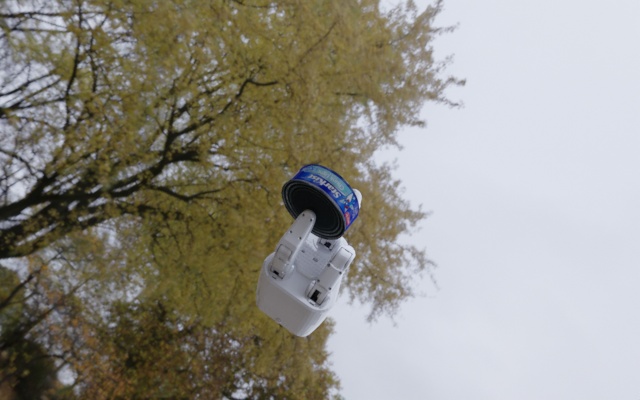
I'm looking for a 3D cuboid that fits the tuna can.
[{"bbox_3d":[0.000,0.001,0.534,0.086,0.086,0.033,0,39,47],"label":"tuna can"}]
